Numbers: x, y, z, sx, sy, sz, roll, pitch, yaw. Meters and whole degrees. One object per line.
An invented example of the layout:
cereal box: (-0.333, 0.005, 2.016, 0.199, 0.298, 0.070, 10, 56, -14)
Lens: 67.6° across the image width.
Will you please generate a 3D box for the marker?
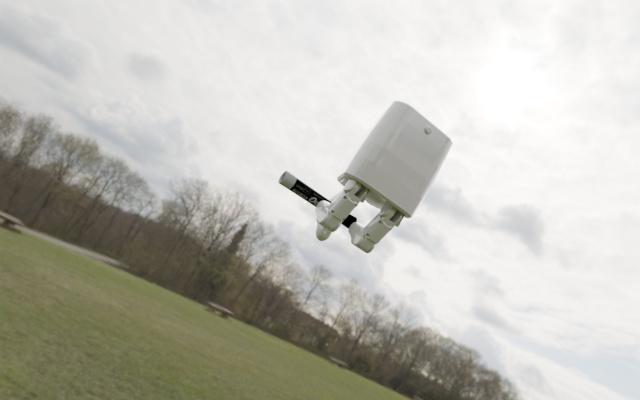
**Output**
marker: (0.000, 0.002, 0.608, 0.121, 0.020, 0.020, 34, -14, -21)
